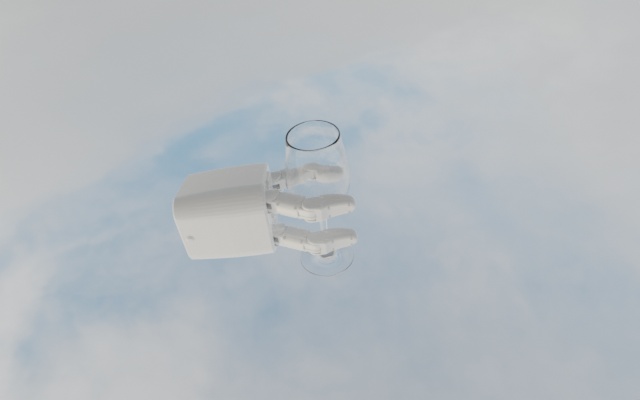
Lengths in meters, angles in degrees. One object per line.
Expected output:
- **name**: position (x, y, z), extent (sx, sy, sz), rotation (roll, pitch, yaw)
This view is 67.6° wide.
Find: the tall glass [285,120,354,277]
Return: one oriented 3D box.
- **tall glass**: position (0.000, 0.002, 0.595), extent (0.079, 0.201, 0.079), rotation (-4, 41, 3)
